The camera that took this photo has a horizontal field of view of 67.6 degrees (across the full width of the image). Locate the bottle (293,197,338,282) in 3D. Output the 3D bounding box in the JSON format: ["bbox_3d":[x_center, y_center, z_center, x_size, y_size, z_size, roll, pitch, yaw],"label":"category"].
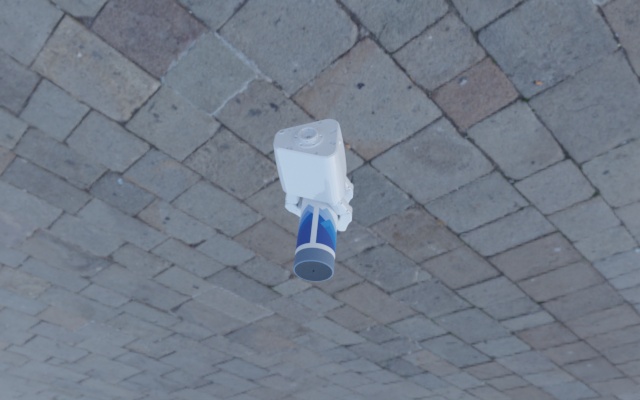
[{"bbox_3d":[0.000,0.003,0.870,0.069,0.295,0.069,3,-40,3],"label":"bottle"}]
